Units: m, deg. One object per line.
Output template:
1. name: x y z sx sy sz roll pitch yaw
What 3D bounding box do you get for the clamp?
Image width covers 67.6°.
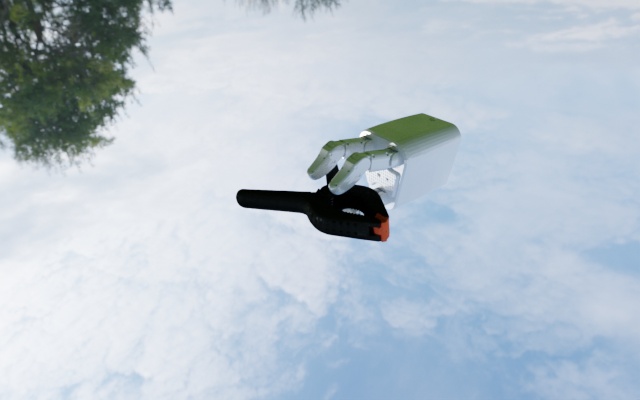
1. clamp: 0.001 0.003 0.604 0.164 0.036 0.210 -23 34 -25
